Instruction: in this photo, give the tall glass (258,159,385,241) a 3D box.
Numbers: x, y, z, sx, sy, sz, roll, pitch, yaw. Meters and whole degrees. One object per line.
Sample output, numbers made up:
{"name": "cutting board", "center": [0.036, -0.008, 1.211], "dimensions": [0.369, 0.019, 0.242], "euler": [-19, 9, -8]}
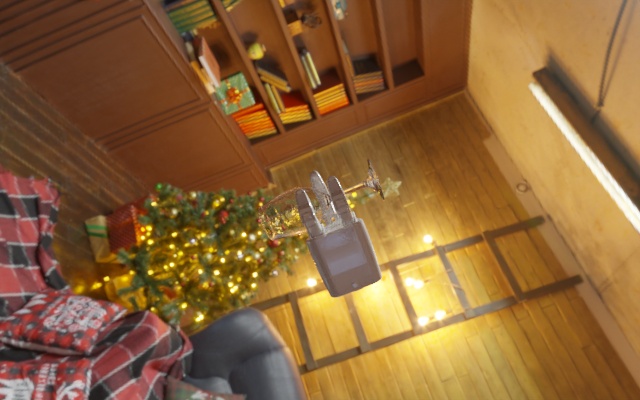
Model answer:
{"name": "tall glass", "center": [0.001, 0.002, 0.796], "dimensions": [0.201, 0.079, 0.079], "euler": [-21, -2, 4]}
